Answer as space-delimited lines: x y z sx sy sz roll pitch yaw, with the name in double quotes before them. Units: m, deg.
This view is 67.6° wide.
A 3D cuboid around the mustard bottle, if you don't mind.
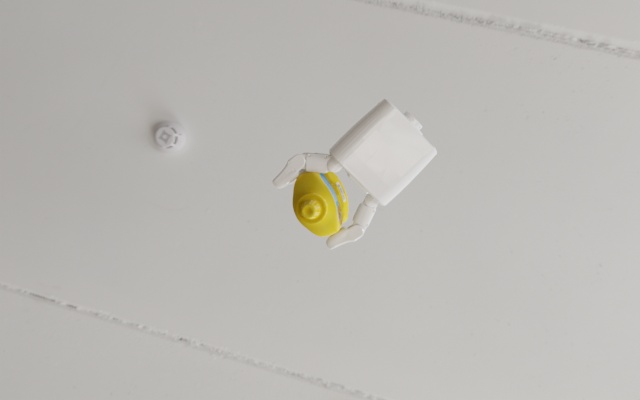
"mustard bottle" 0.000 0.002 0.690 0.058 0.096 0.191 -20 3 10
